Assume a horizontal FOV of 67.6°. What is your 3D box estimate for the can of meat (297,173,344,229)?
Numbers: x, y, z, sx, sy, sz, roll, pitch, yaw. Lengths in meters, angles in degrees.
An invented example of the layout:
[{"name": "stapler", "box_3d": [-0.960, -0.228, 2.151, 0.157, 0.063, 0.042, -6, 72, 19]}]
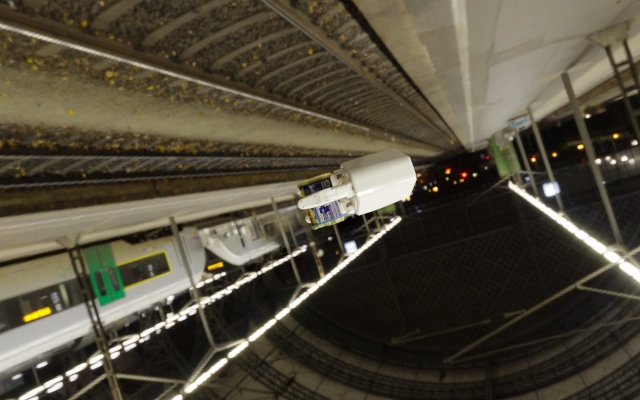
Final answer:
[{"name": "can of meat", "box_3d": [0.000, 0.003, 0.837, 0.057, 0.084, 0.102, -19, -1, -6]}]
